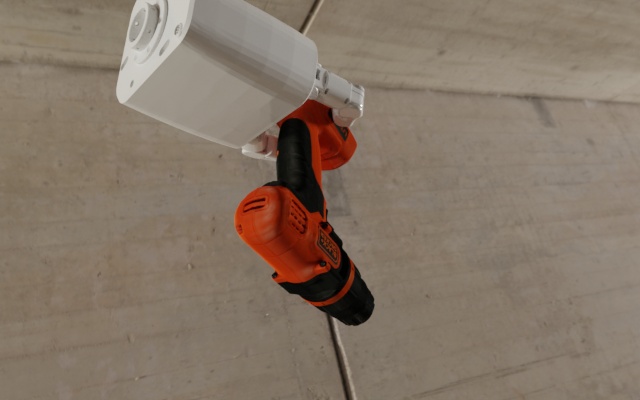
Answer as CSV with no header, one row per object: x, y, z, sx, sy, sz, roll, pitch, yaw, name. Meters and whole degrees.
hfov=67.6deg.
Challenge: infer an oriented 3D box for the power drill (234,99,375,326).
0.000,0.001,0.429,0.057,0.187,0.184,-16,-42,20,power drill
